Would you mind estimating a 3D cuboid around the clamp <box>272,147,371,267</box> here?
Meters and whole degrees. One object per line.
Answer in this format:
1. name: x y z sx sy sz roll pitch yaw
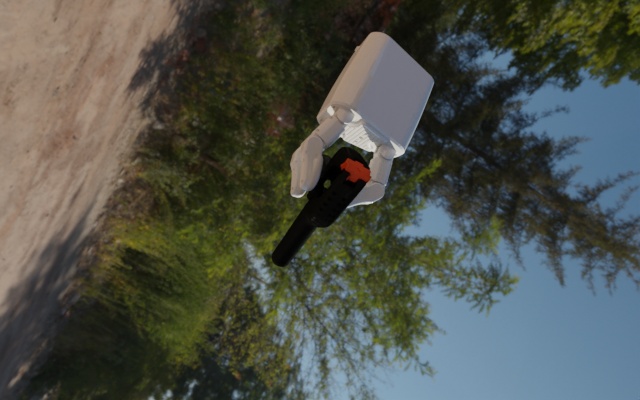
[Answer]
1. clamp: 0.001 0.002 0.549 0.036 0.164 0.210 27 -13 -11
